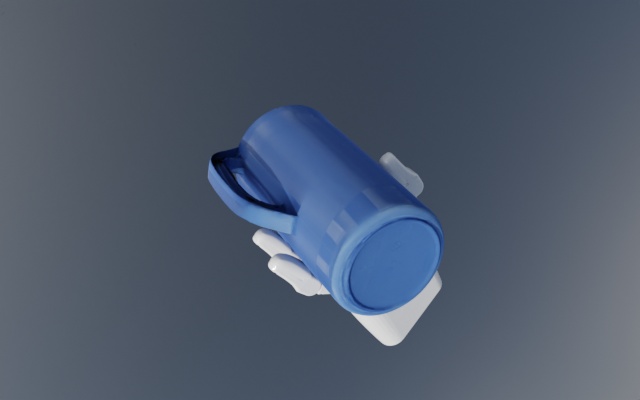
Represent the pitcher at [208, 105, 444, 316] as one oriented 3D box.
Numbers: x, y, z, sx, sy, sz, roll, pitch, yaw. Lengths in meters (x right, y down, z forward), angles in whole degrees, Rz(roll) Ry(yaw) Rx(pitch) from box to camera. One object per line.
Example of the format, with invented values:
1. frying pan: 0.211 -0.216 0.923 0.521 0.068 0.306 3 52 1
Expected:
1. pitcher: 0.000 0.002 0.475 0.149 0.145 0.242 -39 37 -3
